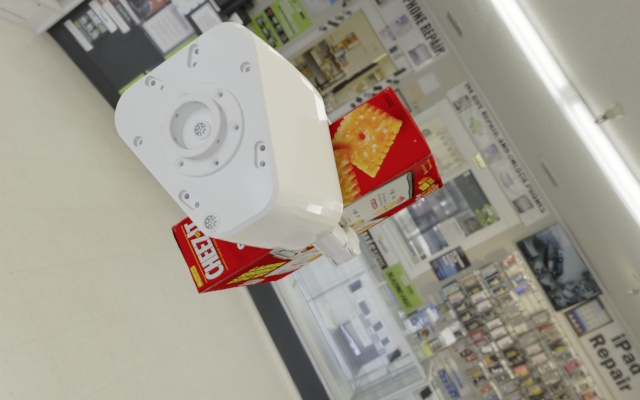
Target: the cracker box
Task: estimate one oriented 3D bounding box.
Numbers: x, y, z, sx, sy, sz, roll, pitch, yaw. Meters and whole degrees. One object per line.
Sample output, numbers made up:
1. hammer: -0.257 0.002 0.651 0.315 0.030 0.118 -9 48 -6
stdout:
1. cracker box: 0.000 0.002 0.441 0.214 0.072 0.164 -31 -14 12
